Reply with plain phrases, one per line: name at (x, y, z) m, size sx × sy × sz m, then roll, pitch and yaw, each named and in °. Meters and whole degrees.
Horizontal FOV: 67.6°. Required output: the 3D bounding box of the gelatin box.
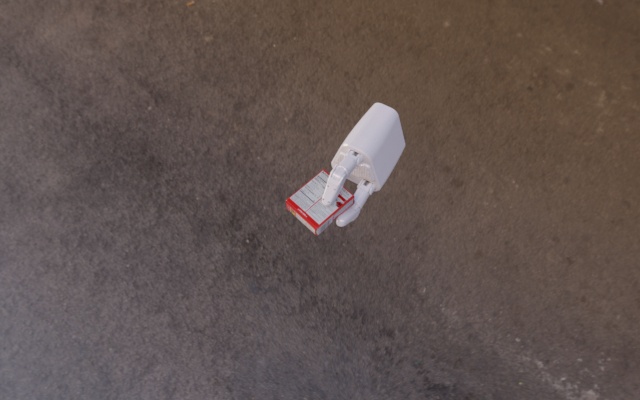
gelatin box at (0.000, 0.003, 0.775) m, size 0.089 × 0.073 × 0.030 m, roll -40°, pitch -22°, yaw -21°
